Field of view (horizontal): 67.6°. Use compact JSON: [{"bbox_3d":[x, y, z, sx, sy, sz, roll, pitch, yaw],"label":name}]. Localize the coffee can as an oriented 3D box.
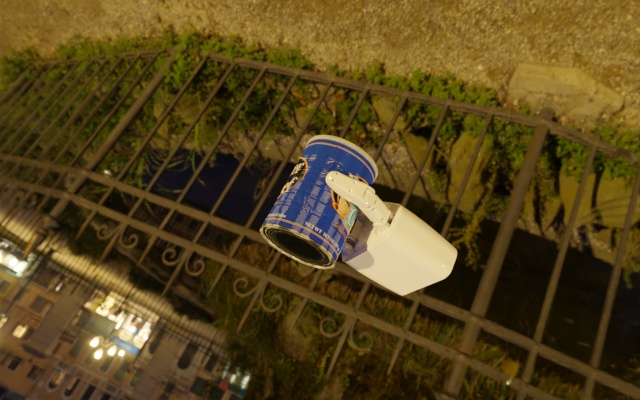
[{"bbox_3d":[0.000,0.002,0.613,0.103,0.140,0.103,23,-23,10],"label":"coffee can"}]
